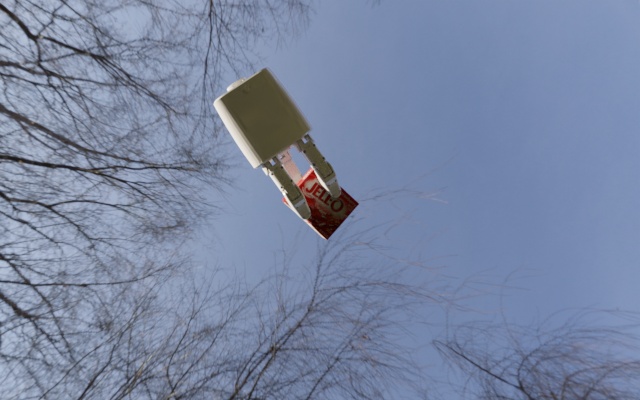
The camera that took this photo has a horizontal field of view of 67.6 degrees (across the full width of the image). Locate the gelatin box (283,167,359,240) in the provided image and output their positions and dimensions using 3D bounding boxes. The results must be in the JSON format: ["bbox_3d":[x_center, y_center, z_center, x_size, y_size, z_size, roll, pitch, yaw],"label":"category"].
[{"bbox_3d":[0.000,0.002,0.707,0.089,0.073,0.030,43,-5,-14],"label":"gelatin box"}]
